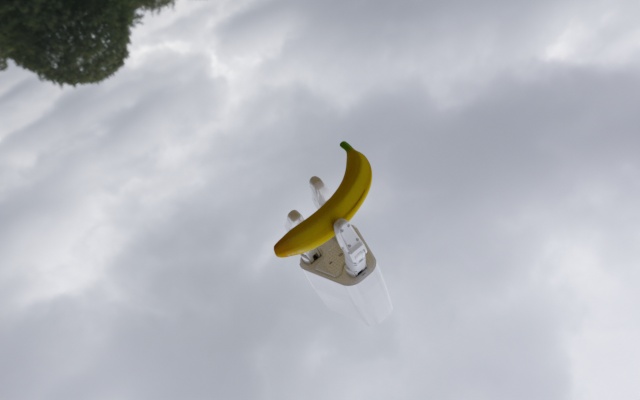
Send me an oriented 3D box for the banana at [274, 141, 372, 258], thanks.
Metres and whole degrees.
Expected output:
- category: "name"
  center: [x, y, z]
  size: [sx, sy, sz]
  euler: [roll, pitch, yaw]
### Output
- category: "banana"
  center: [0.017, 0.002, 0.601]
  size: [0.069, 0.197, 0.037]
  euler: [10, -39, 32]
